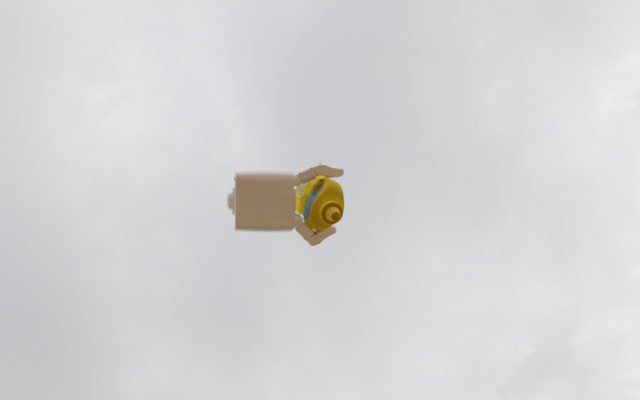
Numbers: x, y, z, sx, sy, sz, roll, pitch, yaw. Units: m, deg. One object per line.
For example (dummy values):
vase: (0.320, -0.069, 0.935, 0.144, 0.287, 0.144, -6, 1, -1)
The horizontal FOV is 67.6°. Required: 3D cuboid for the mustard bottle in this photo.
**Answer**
mustard bottle: (0.000, 0.003, 0.890, 0.058, 0.096, 0.191, 25, 7, -20)
